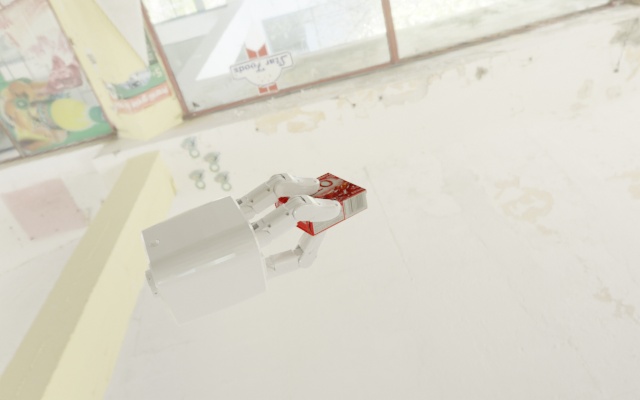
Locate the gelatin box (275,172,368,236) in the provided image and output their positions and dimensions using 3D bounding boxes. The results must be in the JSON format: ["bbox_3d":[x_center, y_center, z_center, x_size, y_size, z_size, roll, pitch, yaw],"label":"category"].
[{"bbox_3d":[0.000,0.002,0.574,0.089,0.030,0.073,-25,33,-30],"label":"gelatin box"}]
